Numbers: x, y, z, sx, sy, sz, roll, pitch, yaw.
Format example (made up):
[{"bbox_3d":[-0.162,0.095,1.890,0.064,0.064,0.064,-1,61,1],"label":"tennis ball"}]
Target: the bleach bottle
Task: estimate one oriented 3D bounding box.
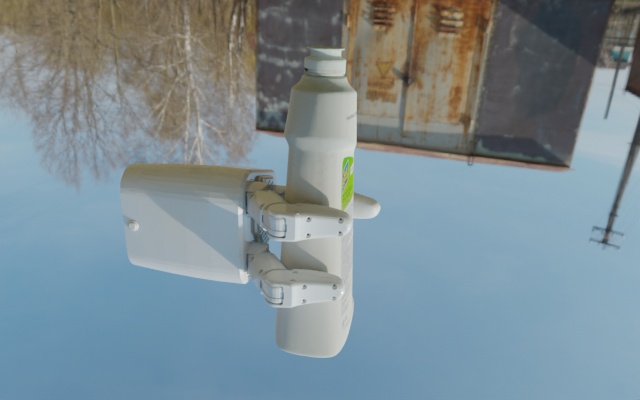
[{"bbox_3d":[0.000,0.001,0.404,0.068,0.251,0.102,6,21,8],"label":"bleach bottle"}]
